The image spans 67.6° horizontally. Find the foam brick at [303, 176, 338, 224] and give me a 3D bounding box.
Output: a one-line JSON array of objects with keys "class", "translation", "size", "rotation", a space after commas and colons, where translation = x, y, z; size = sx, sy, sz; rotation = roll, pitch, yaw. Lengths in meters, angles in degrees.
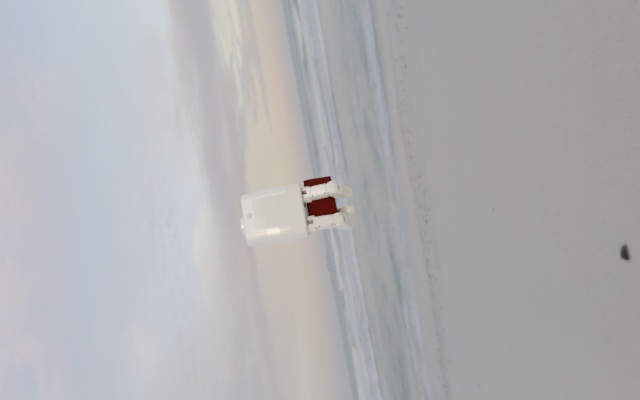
[{"class": "foam brick", "translation": [0.000, 0.003, 0.862], "size": [0.051, 0.078, 0.053], "rotation": [-9, -20, -2]}]
